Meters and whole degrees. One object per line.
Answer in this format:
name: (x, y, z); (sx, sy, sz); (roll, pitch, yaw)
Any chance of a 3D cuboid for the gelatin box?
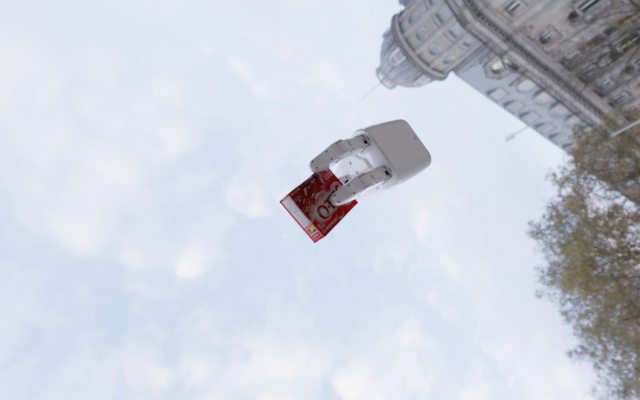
gelatin box: (0.000, 0.002, 0.638); (0.089, 0.073, 0.030); (-42, 3, -41)
